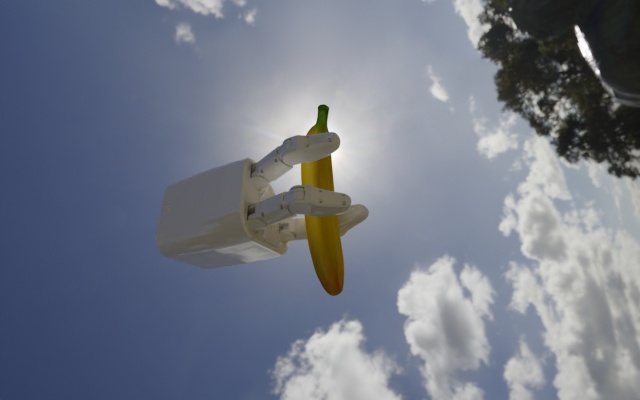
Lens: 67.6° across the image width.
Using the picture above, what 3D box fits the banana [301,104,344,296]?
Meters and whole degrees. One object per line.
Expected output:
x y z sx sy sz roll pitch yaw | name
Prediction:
0.000 0.003 0.505 0.037 0.197 0.070 -5 -14 -1 | banana
